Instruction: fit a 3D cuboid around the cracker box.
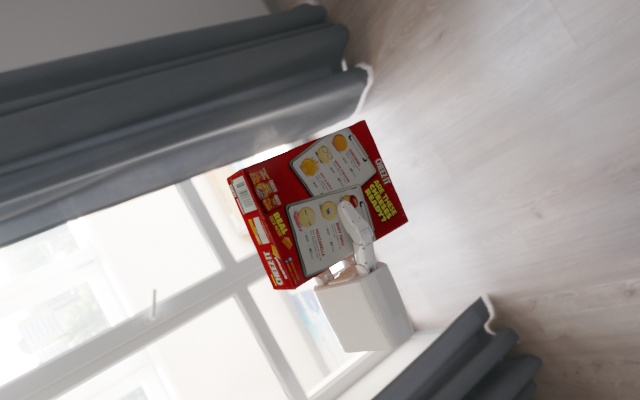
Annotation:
[{"bbox_3d":[0.000,0.002,0.658,0.213,0.164,0.072,-26,5,-33],"label":"cracker box"}]
